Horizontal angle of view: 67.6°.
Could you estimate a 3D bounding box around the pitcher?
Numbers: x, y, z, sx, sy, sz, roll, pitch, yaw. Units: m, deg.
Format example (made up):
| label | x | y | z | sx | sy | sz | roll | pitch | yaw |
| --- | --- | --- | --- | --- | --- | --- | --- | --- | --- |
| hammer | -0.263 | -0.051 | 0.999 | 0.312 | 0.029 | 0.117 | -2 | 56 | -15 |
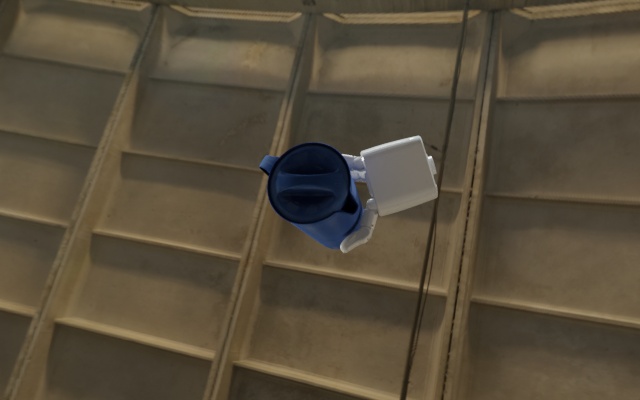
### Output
| label | x | y | z | sx | sy | sz | roll | pitch | yaw |
| --- | --- | --- | --- | --- | --- | --- | --- | --- | --- |
| pitcher | 0.000 | 0.003 | 0.831 | 0.145 | 0.149 | 0.243 | -18 | -22 | 8 |
